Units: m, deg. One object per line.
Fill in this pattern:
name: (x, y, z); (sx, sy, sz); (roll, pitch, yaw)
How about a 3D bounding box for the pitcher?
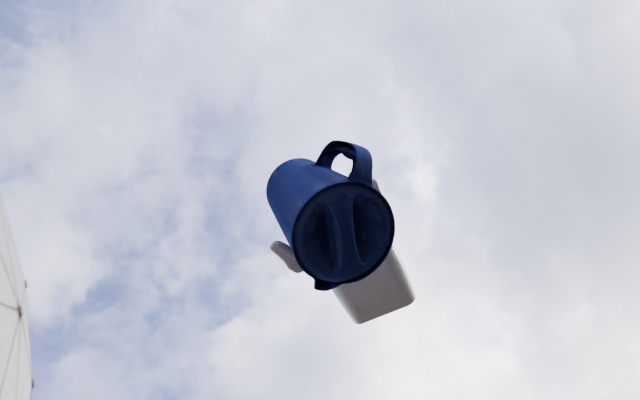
pitcher: (0.000, 0.002, 0.680); (0.149, 0.145, 0.242); (-32, 23, -7)
